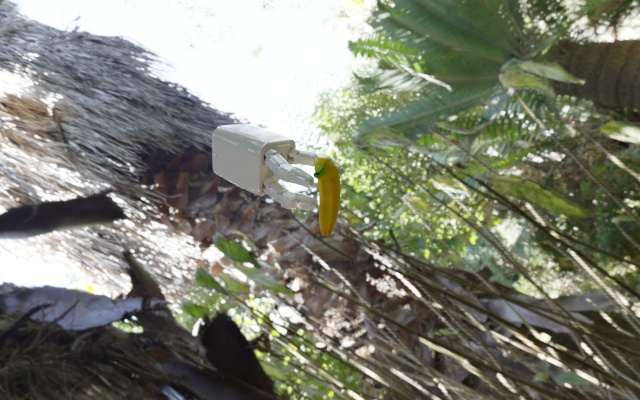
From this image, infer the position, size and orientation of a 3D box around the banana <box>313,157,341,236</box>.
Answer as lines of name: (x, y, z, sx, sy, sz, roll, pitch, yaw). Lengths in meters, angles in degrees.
banana: (0.009, -0.014, 0.801, 0.037, 0.069, 0.198, 21, -28, 20)
